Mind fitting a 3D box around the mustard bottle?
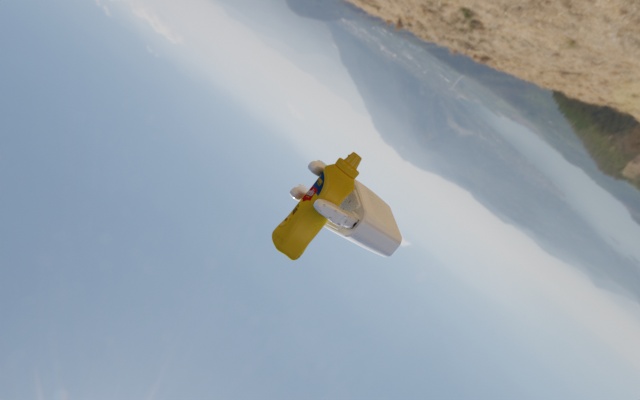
[{"bbox_3d":[0.000,0.003,0.764,0.058,0.191,0.096,37,10,-11],"label":"mustard bottle"}]
